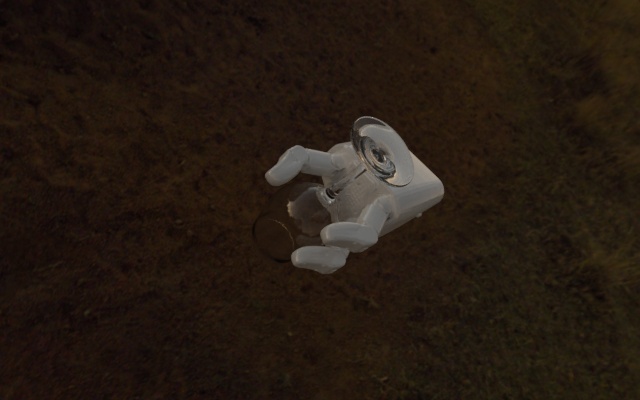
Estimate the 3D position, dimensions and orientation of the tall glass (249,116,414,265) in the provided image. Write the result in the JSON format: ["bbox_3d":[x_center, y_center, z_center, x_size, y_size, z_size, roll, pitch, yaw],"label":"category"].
[{"bbox_3d":[0.000,0.001,0.493,0.079,0.079,0.201,0,-28,-40],"label":"tall glass"}]
